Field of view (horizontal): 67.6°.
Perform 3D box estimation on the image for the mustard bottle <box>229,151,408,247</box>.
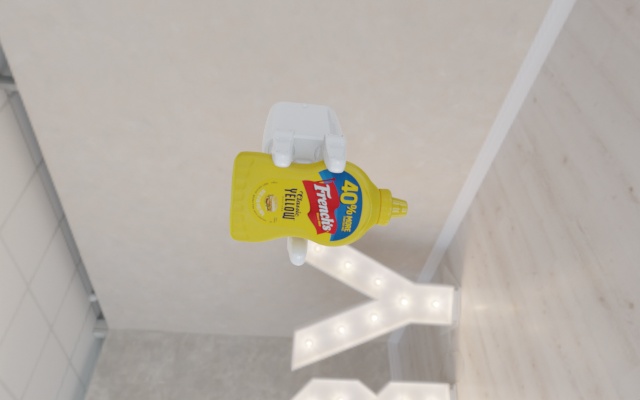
[{"bbox_3d":[0.000,0.002,0.522,0.191,0.096,0.058,4,10,-6],"label":"mustard bottle"}]
